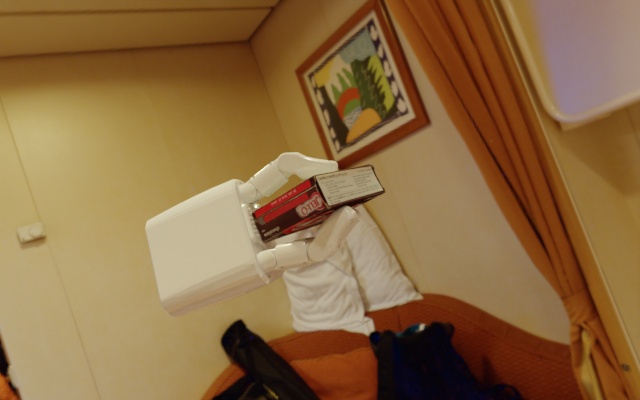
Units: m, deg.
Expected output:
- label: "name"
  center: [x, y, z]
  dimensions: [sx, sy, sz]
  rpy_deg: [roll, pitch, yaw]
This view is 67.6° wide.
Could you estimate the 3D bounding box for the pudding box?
- label: "pudding box"
  center: [0.000, 0.001, 0.486]
  dimensions: [0.090, 0.039, 0.113]
  rpy_deg: [-28, -5, 36]
